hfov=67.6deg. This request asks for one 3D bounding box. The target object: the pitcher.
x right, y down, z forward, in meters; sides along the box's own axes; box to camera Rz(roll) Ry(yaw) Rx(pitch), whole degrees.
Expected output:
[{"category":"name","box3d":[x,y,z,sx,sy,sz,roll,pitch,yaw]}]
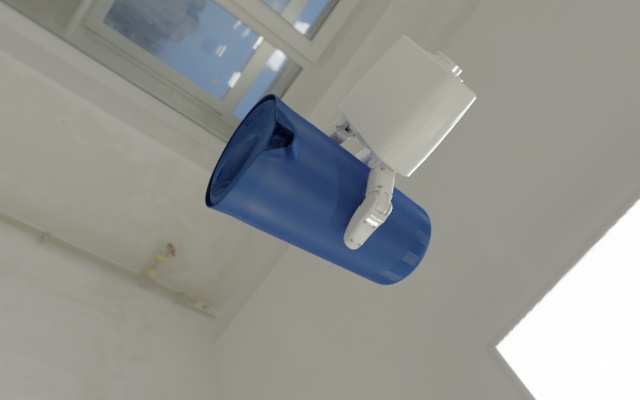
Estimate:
[{"category":"pitcher","box3d":[0.000,0.002,0.544,0.243,0.145,0.149,31,21,-25]}]
